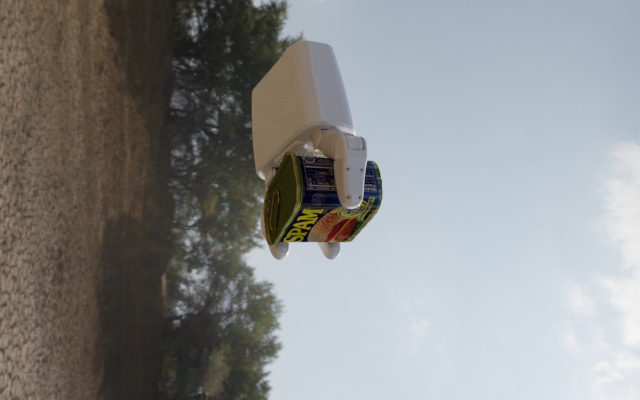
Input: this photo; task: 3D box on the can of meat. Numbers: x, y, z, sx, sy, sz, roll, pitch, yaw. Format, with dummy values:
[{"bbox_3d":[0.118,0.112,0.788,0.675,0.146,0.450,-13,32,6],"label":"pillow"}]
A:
[{"bbox_3d":[0.000,0.001,0.447,0.084,0.057,0.102,2,-30,-22],"label":"can of meat"}]
